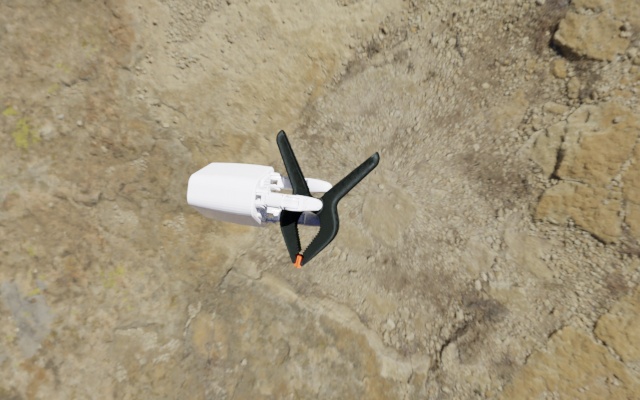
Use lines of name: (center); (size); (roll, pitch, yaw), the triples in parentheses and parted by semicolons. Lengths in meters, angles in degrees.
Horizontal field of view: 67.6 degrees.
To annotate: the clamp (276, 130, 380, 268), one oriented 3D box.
clamp: (0.000, 0.003, 0.739); (0.164, 0.210, 0.036); (7, 2, 11)
